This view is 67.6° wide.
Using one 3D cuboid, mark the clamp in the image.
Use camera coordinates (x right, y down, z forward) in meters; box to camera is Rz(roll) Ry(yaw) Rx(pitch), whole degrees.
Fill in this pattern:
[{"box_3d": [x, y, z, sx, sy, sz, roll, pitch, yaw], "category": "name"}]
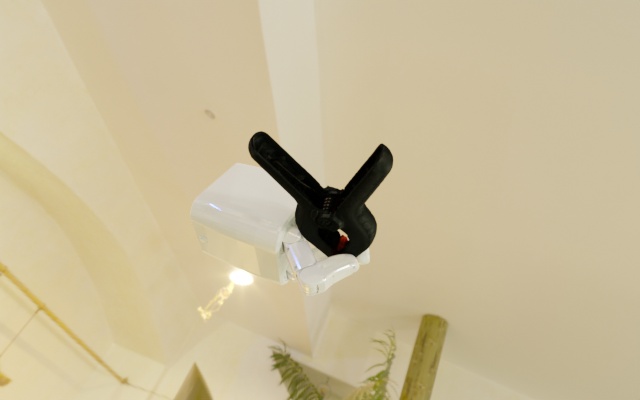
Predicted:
[{"box_3d": [0.000, 0.001, 0.433, 0.120, 0.039, 0.172, 19, -36, 15], "category": "clamp"}]
